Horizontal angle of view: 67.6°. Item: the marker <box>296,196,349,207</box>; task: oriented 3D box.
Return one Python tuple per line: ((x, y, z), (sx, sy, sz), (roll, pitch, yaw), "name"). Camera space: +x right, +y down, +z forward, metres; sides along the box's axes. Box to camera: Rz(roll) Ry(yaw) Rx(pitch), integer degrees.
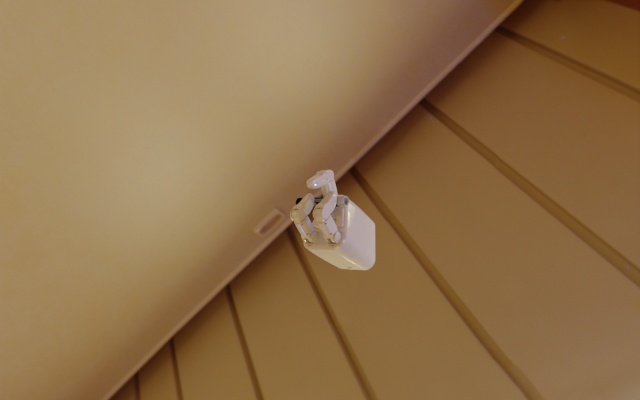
((0.000, 0.003, 0.866), (0.121, 0.020, 0.020), (-2, -2, 43), "marker")
